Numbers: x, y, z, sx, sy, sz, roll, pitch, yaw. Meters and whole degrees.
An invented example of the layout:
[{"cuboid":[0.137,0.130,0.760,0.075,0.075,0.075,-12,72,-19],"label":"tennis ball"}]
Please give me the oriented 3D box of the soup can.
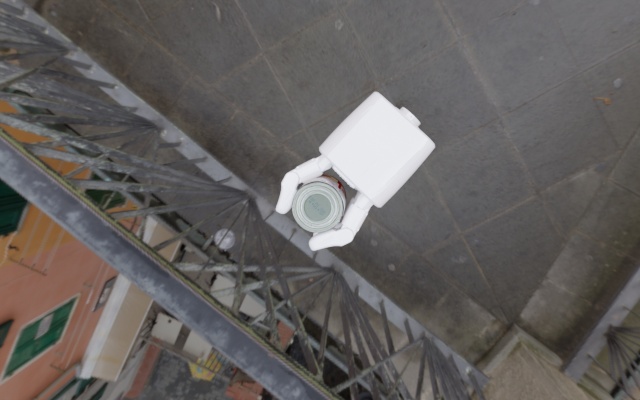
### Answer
[{"cuboid":[0.000,0.002,0.649,0.068,0.068,0.102,0,8,4],"label":"soup can"}]
